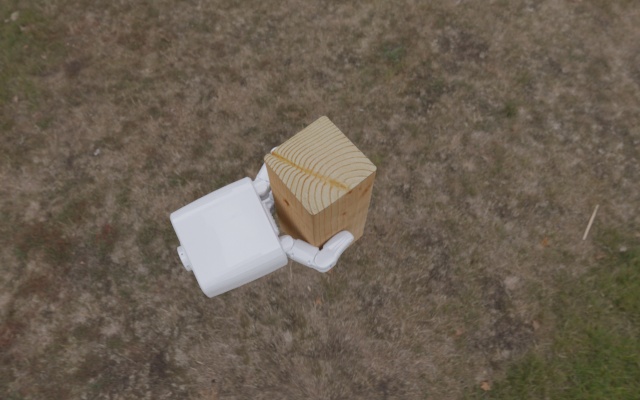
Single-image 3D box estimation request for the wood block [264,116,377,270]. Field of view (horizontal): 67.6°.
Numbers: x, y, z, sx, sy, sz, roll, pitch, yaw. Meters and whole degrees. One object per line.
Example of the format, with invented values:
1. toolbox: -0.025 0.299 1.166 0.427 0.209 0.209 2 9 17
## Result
1. wood block: 0.000 0.002 0.602 0.090 0.090 0.206 -36 -19 -14
